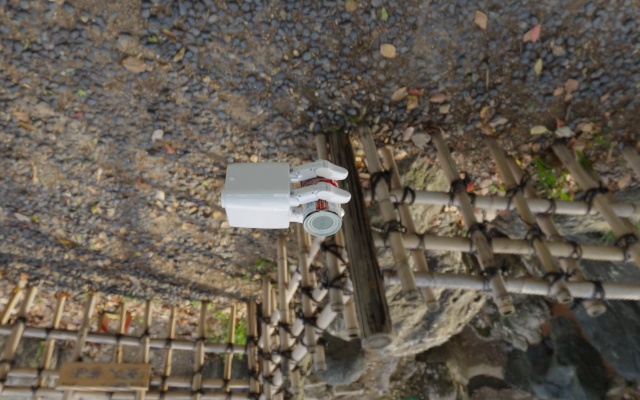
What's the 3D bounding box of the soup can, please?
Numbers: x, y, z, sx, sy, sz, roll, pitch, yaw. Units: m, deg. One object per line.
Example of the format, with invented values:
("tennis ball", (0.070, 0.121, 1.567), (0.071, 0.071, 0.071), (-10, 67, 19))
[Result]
("soup can", (0.001, 0.003, 0.827), (0.068, 0.102, 0.069), (-3, -43, -2))
